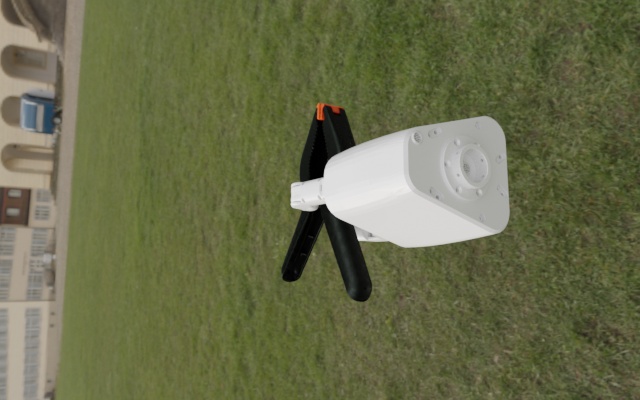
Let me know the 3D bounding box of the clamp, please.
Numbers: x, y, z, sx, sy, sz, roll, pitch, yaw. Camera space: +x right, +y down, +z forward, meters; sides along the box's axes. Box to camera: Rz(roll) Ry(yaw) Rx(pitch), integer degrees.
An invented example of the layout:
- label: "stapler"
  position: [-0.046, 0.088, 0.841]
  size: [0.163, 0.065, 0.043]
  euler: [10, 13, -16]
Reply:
- label: "clamp"
  position: [-0.001, 0.001, 0.525]
  size: [0.036, 0.210, 0.164]
  euler: [5, -11, -31]
